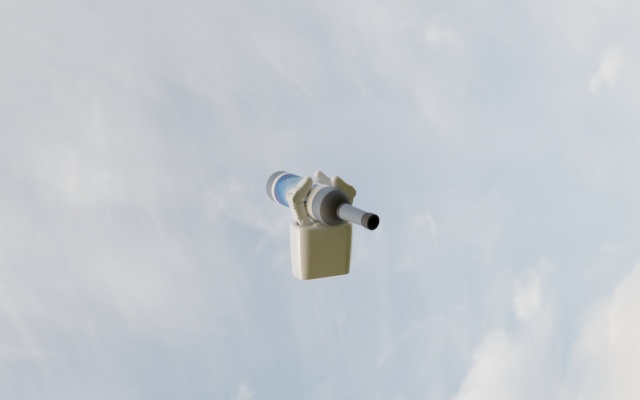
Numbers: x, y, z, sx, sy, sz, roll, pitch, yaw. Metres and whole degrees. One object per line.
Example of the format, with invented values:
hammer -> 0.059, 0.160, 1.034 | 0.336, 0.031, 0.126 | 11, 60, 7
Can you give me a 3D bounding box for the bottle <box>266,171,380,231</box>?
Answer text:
bottle -> 0.000, 0.003, 0.880 | 0.069, 0.069, 0.295 | 0, 13, -36
